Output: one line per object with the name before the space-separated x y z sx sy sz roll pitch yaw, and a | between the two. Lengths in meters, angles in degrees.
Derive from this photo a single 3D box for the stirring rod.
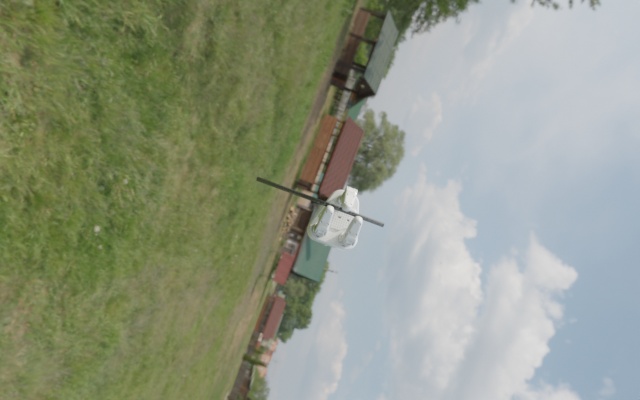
stirring rod | 0.000 0.003 0.850 0.239 0.011 0.011 20 -1 -2
